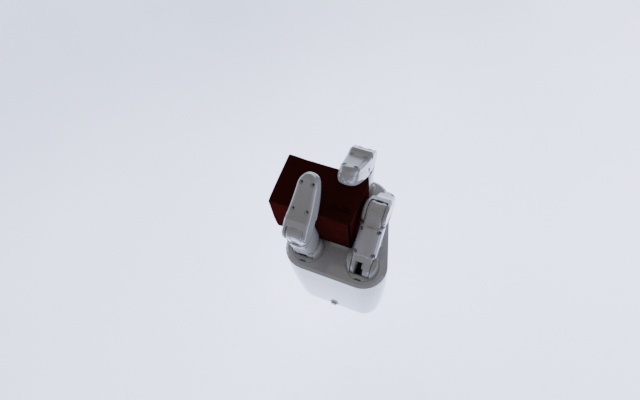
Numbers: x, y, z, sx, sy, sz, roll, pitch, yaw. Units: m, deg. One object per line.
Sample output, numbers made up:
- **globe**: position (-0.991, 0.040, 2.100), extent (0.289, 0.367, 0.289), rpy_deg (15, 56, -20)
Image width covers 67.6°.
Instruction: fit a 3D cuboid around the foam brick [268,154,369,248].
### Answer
- **foam brick**: position (0.000, 0.001, 0.438), extent (0.078, 0.053, 0.051), rpy_deg (18, -24, 14)
